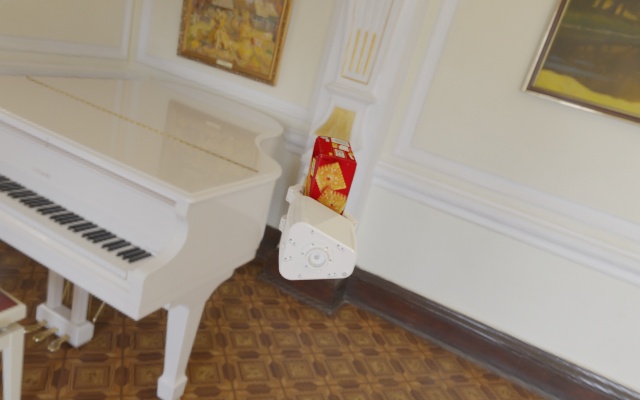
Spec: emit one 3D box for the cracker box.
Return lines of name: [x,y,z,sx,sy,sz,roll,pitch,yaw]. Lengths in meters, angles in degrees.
cracker box: [0.000,0.003,0.867,0.072,0.214,0.164,14,19,-6]
